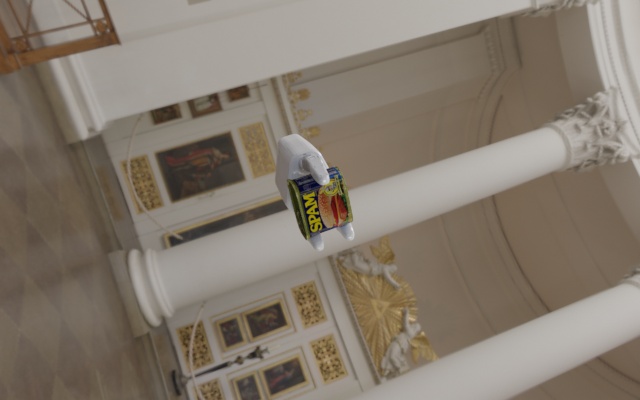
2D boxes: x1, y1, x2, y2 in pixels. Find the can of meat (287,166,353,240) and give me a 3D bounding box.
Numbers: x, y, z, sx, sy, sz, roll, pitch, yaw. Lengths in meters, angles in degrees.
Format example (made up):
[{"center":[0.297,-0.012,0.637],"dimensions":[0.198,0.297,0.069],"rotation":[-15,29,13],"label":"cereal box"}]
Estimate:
[{"center":[0.000,0.002,0.776],"dimensions":[0.084,0.102,0.057],"rotation":[-19,26,-12],"label":"can of meat"}]
